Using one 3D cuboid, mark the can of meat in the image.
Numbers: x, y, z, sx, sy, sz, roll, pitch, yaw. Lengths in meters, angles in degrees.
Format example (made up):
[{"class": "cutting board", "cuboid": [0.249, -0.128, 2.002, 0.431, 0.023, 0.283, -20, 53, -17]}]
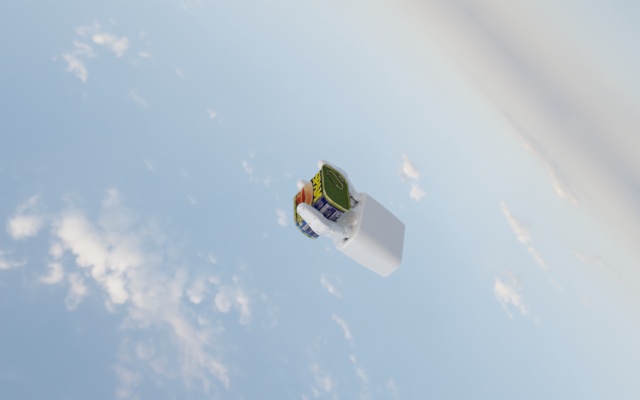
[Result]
[{"class": "can of meat", "cuboid": [0.000, 0.003, 0.798, 0.057, 0.084, 0.102, 32, 30, -25]}]
